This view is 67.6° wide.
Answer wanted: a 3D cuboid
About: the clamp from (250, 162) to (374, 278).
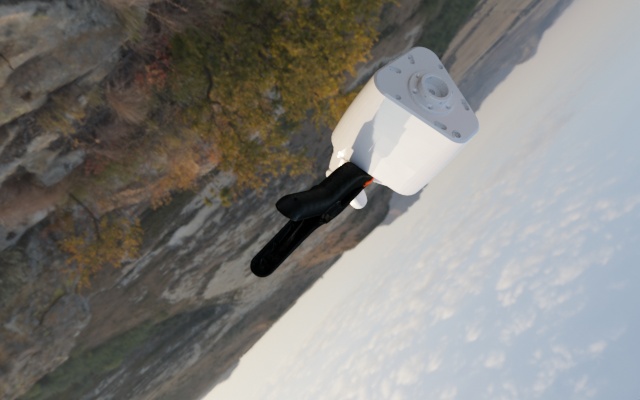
[{"bbox_3d":[0.001,0.002,0.487,0.171,0.039,0.120,-42,-8,-32],"label":"clamp"}]
